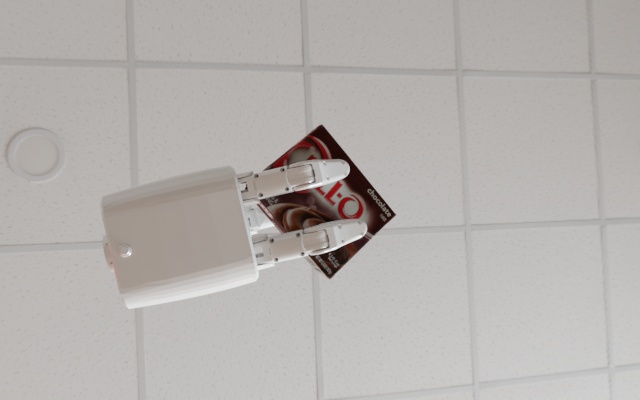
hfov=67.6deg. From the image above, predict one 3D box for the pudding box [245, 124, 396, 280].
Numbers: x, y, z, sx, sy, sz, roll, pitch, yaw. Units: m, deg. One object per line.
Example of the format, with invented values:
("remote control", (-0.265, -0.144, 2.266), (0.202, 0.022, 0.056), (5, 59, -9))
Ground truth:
("pudding box", (0.000, 0.001, 0.442), (0.090, 0.113, 0.039), (-42, 9, -15))
